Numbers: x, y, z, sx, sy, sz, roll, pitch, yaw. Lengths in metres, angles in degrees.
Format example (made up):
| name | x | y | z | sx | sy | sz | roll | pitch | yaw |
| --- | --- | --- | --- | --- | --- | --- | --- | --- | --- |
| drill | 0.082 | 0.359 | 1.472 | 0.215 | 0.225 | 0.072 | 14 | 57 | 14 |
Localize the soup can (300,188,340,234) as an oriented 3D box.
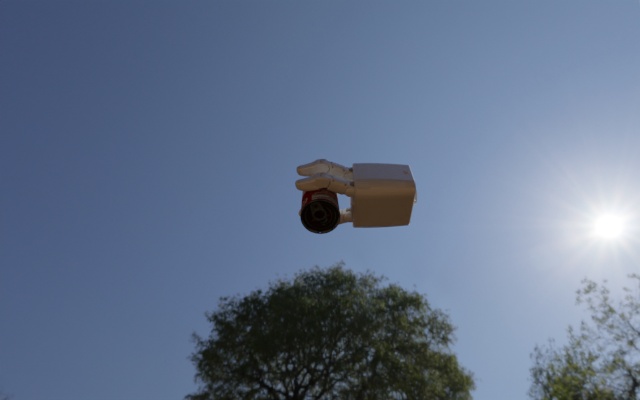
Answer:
| name | x | y | z | sx | sy | sz | roll | pitch | yaw |
| --- | --- | --- | --- | --- | --- | --- | --- | --- | --- |
| soup can | 0.000 | 0.003 | 0.848 | 0.068 | 0.068 | 0.102 | 0 | 31 | 0 |
